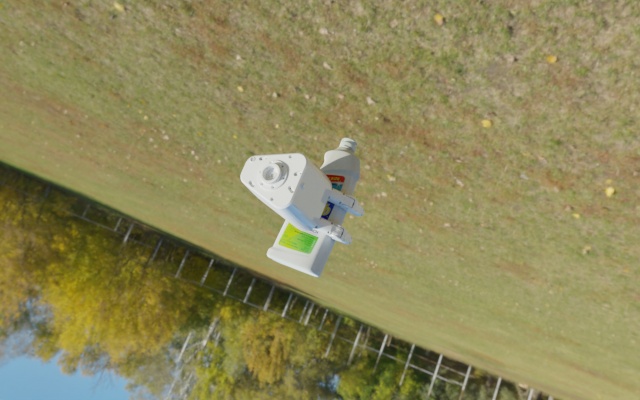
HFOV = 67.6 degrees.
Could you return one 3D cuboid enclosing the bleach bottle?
[{"bbox_3d":[0.000,0.003,0.854,0.102,0.250,0.068,17,-13,23],"label":"bleach bottle"}]
